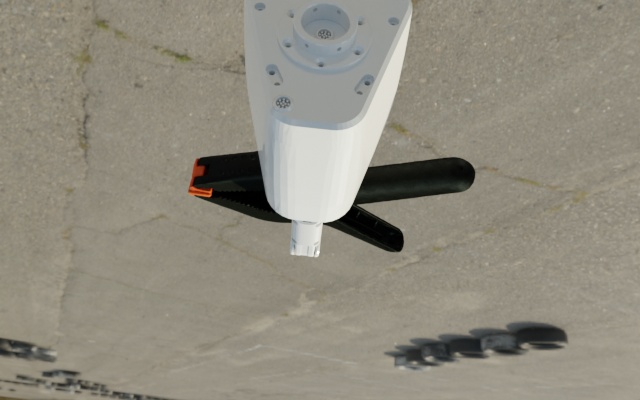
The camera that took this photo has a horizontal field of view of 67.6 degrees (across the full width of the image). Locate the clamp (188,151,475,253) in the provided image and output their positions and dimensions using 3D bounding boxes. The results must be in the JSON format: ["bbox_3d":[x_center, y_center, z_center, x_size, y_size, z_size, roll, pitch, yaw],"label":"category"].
[{"bbox_3d":[-0.001,0.002,0.400,0.210,0.036,0.165,6,-25,-1],"label":"clamp"}]
